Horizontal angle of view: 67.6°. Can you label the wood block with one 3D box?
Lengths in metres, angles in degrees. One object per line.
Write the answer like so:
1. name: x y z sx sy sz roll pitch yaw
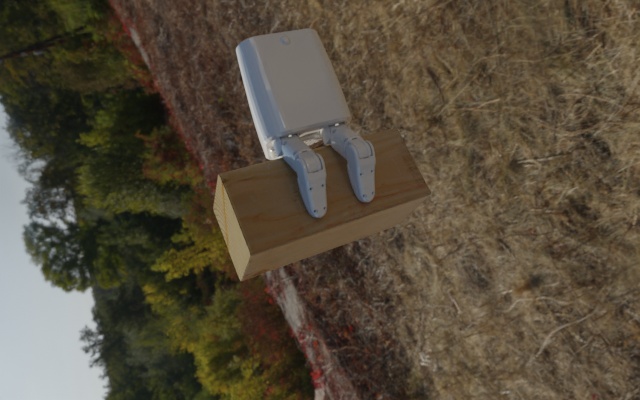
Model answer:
1. wood block: 0.000 0.002 0.517 0.206 0.090 0.091 -17 -19 -23
